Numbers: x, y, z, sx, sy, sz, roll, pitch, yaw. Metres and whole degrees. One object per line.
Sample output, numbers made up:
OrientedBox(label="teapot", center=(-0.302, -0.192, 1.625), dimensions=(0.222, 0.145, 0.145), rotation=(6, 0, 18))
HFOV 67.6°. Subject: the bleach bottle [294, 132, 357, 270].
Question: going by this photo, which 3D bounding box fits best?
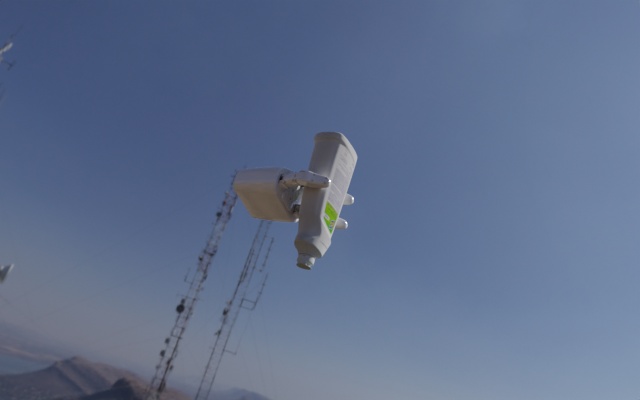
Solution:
OrientedBox(label="bleach bottle", center=(0.000, 0.003, 0.884), dimensions=(0.068, 0.250, 0.103), rotation=(2, -28, 31))
